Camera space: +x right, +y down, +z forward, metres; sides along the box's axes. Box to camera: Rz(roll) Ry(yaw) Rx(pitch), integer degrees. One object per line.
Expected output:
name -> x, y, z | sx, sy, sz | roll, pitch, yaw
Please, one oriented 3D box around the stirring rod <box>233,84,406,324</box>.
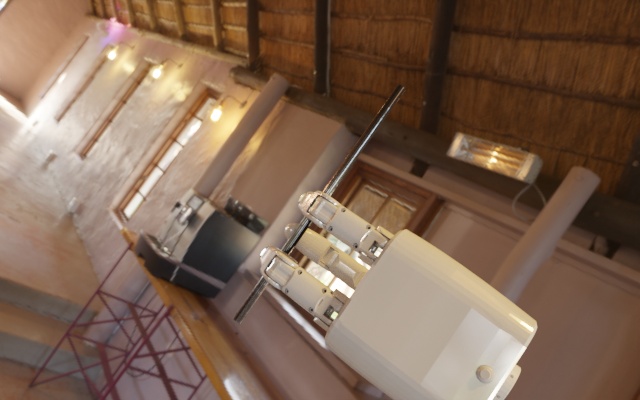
stirring rod -> 0.000, 0.001, 0.401 | 0.011, 0.239, 0.011 | 35, -3, 2
